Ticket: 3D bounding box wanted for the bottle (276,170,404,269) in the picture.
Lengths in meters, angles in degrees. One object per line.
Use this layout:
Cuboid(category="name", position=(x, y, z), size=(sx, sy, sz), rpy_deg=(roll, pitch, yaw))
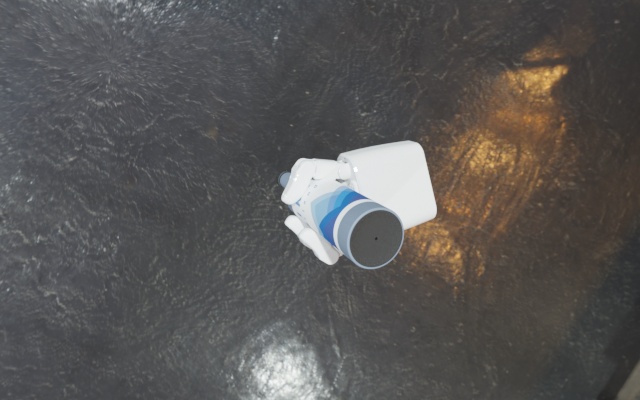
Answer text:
Cuboid(category="bottle", position=(0.000, 0.002, 0.616), size=(0.069, 0.069, 0.295), rpy_deg=(0, 15, -24))
